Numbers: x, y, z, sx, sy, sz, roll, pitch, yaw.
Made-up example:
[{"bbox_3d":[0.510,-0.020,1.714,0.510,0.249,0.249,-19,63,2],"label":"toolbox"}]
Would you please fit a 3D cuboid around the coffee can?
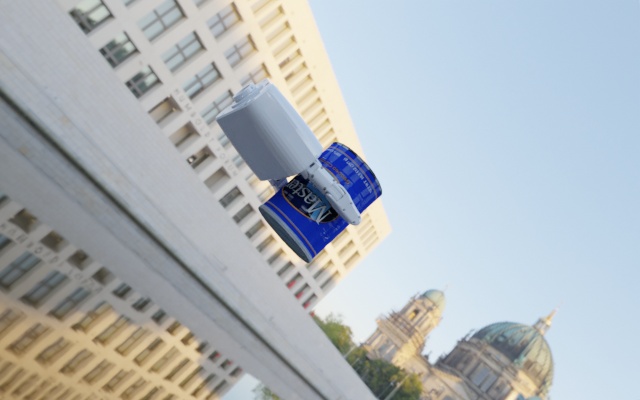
[{"bbox_3d":[0.000,0.002,0.660,0.140,0.103,0.103,-42,11,-12],"label":"coffee can"}]
